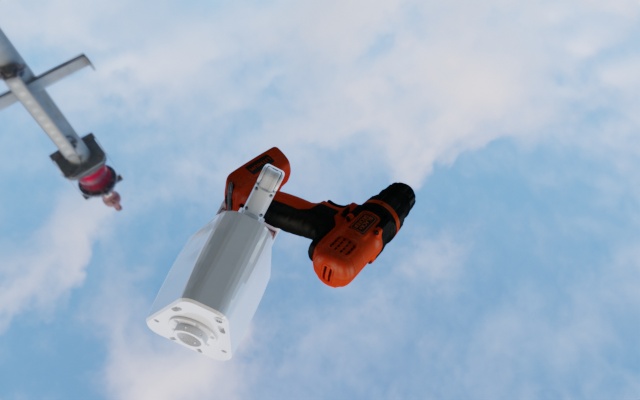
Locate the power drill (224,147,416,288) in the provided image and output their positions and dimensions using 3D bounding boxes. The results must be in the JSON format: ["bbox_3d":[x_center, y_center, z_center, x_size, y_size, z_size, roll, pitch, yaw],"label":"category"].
[{"bbox_3d":[0.000,0.002,0.550,0.187,0.057,0.184,25,38,23],"label":"power drill"}]
